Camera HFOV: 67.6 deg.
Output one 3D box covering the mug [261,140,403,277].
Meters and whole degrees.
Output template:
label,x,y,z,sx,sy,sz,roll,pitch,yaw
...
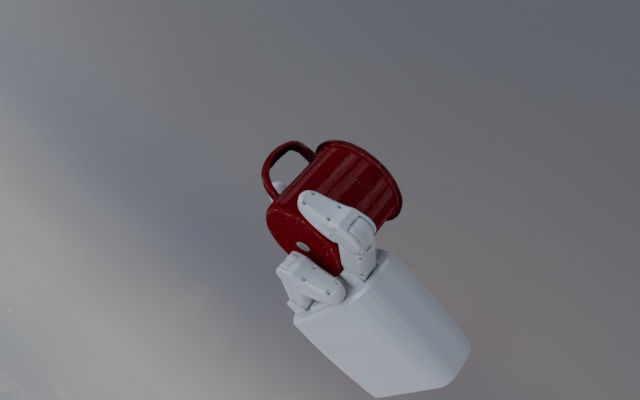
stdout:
label,x,y,z,sx,sy,sz,roll,pitch,yaw
mug,-0.001,0.000,0.402,0.081,0.117,0.093,-48,8,-27
